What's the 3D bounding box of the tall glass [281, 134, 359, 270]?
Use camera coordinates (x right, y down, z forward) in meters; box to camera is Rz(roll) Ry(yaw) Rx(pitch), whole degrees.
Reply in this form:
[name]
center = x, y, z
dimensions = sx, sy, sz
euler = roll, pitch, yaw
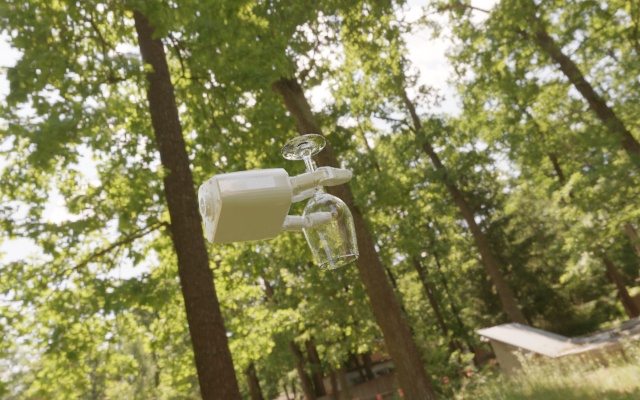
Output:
[tall glass]
center = 0.000, 0.002, 0.734
dimensions = 0.079, 0.201, 0.079
euler = -15, -21, -6
